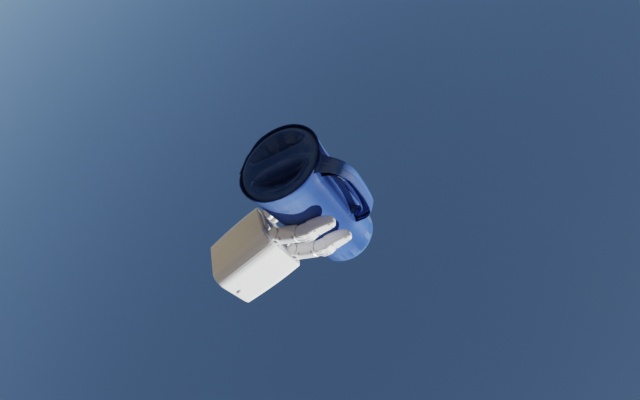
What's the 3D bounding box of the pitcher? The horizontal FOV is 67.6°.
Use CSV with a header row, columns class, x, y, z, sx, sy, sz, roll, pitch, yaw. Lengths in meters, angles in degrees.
class,x,y,z,sx,sy,sz,roll,pitch,yaw
pitcher,0.000,0.003,0.752,0.145,0.149,0.243,-38,-42,5
